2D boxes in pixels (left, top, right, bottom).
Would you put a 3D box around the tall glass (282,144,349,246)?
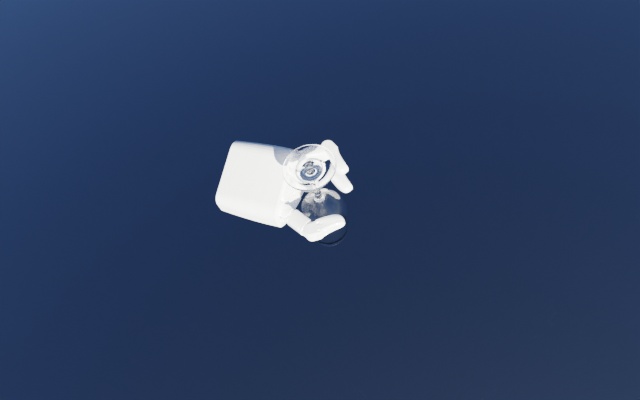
[{"bbox_3d":[0.000,0.002,0.726,0.079,0.079,0.201,0,-29,11],"label":"tall glass"}]
